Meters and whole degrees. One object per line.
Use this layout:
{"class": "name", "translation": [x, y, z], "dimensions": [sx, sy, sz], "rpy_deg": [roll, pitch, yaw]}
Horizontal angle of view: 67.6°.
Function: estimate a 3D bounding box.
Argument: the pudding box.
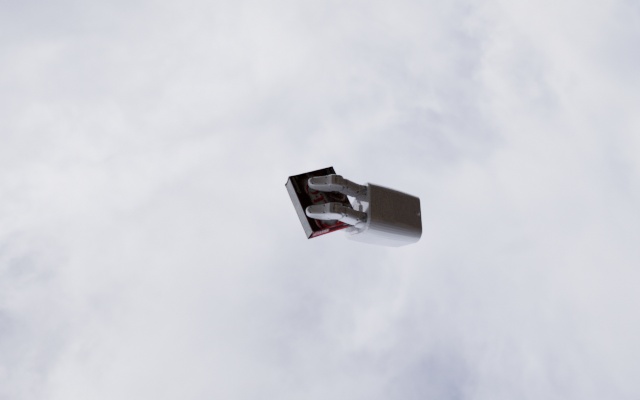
{"class": "pudding box", "translation": [0.000, 0.003, 0.831], "dimensions": [0.090, 0.113, 0.039], "rpy_deg": [-15, -23, -27]}
